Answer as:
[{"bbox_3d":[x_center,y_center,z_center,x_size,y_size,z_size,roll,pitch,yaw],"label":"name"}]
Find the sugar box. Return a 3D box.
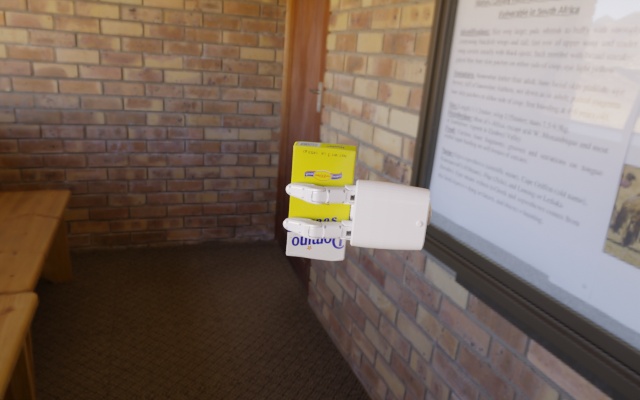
[{"bbox_3d":[0.000,0.002,0.723,0.093,0.176,0.048,6,17,3],"label":"sugar box"}]
